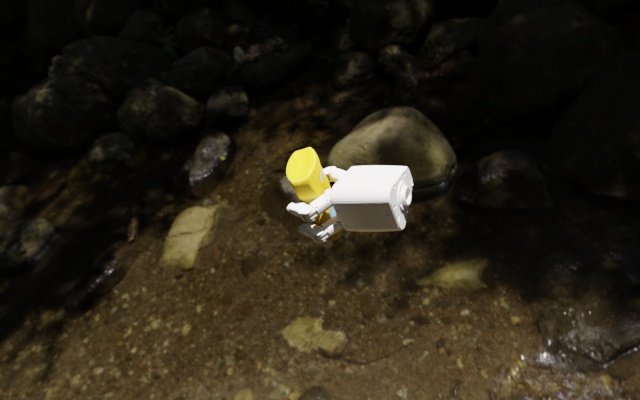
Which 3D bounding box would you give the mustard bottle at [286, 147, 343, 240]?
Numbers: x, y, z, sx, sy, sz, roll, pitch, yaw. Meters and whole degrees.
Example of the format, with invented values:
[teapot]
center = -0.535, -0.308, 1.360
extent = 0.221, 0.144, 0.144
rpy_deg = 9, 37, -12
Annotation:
[mustard bottle]
center = 0.000, 0.003, 0.877
extent = 0.058, 0.192, 0.096
rpy_deg = -16, 39, 13
